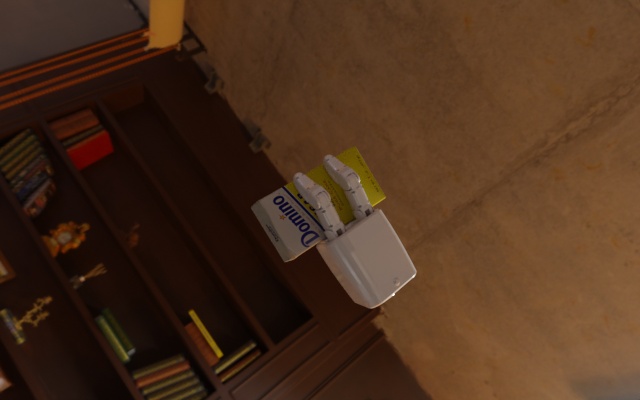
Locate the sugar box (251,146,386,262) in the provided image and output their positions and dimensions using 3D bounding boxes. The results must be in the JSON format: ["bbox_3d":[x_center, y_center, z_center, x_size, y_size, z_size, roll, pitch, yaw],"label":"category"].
[{"bbox_3d":[0.000,0.002,0.680,0.176,0.093,0.048,-33,1,-29],"label":"sugar box"}]
